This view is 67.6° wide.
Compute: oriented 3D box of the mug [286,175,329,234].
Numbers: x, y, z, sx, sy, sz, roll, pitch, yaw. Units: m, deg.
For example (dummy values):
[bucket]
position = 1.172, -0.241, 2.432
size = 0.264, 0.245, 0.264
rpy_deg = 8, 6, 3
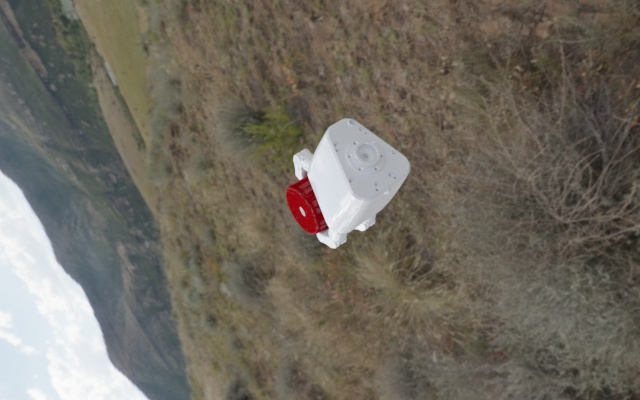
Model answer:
[mug]
position = 0.000, 0.003, 0.725
size = 0.081, 0.093, 0.117
rpy_deg = -31, -15, -24
